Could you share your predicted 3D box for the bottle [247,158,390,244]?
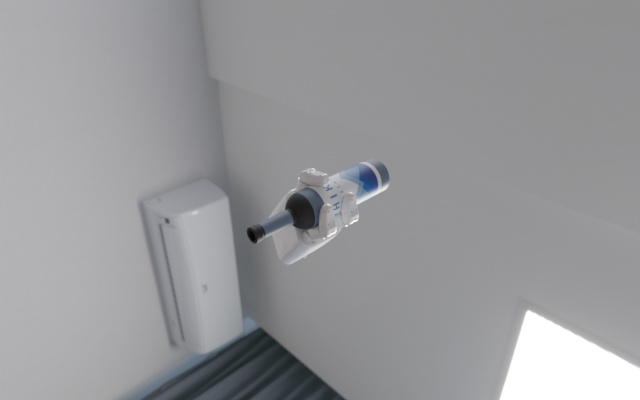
[{"bbox_3d":[0.000,0.003,0.823,0.295,0.069,0.069,-26,16,-37],"label":"bottle"}]
